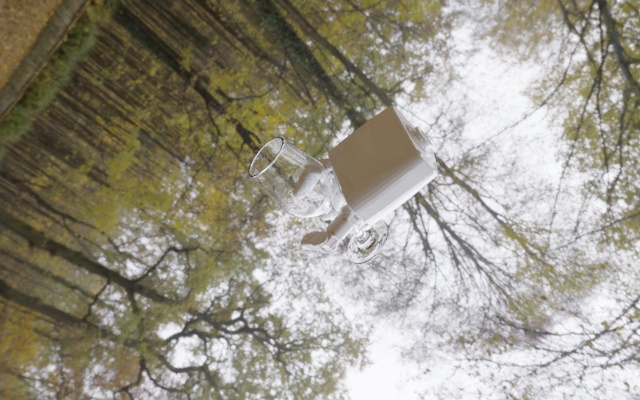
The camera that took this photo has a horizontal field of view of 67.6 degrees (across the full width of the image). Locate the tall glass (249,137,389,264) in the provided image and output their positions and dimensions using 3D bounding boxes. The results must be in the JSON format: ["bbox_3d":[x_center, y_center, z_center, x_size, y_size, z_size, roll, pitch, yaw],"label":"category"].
[{"bbox_3d":[0.000,0.003,0.629,0.201,0.079,0.079,39,-21,-29],"label":"tall glass"}]
